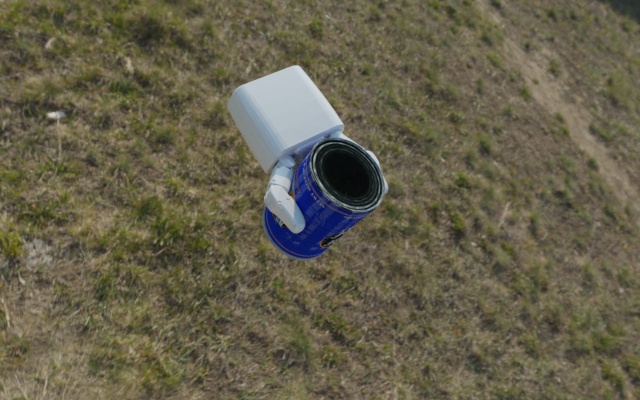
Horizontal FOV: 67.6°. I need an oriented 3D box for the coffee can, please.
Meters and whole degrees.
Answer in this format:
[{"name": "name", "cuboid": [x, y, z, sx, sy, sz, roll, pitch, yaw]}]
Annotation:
[{"name": "coffee can", "cuboid": [0.000, 0.002, 0.605, 0.103, 0.102, 0.140, 0, -29, -33]}]
